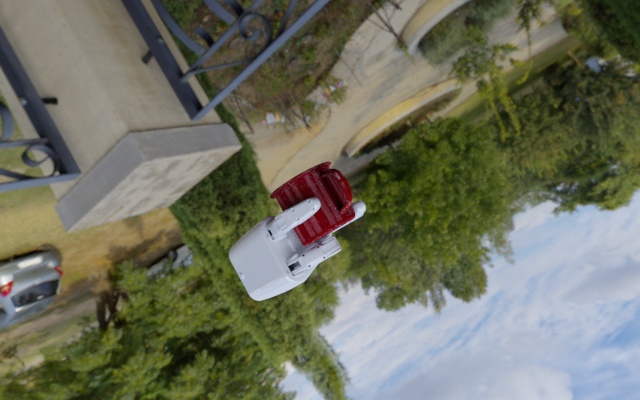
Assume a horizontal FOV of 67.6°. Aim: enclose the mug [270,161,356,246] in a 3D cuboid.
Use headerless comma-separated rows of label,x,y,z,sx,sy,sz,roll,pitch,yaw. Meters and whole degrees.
mug,0.001,0.002,0.620,0.093,0.081,0.117,-26,-6,-44
